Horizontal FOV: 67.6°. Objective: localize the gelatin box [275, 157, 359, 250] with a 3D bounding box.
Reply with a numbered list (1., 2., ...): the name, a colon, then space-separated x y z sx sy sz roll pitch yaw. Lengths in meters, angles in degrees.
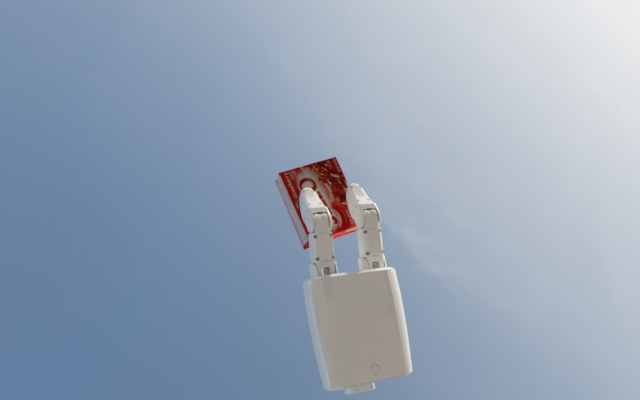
1. gelatin box: 0.000 0.002 0.539 0.073 0.089 0.030 -18 -17 -23
